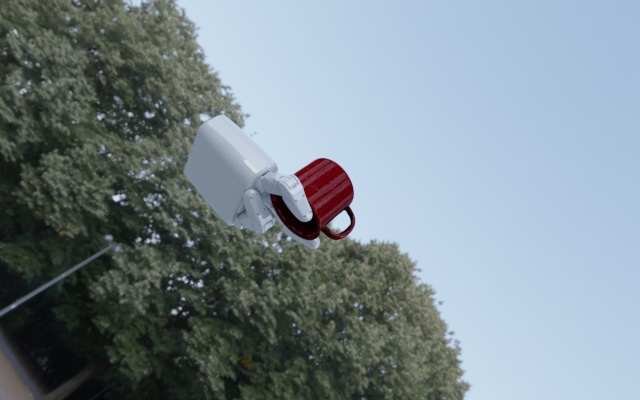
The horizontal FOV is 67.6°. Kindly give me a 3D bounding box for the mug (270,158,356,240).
[{"bbox_3d":[0.001,0.003,0.650,0.081,0.117,0.093,-38,-14,-32],"label":"mug"}]
